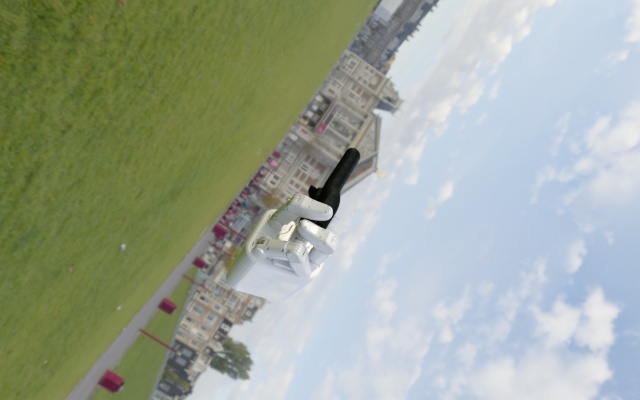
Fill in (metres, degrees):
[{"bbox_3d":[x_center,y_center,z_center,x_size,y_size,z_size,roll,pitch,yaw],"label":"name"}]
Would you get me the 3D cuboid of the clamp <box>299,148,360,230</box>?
[{"bbox_3d":[0.001,0.003,0.718,0.039,0.171,0.120,34,-42,-7],"label":"clamp"}]
